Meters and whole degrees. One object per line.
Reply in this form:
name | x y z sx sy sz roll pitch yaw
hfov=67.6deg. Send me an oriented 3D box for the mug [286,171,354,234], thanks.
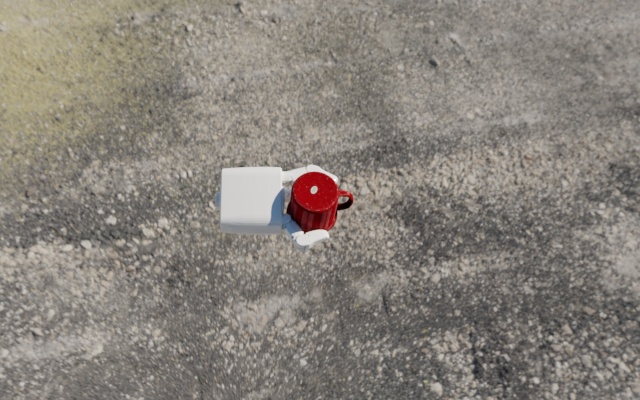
mug | 0.002 0.003 0.830 0.117 0.093 0.081 -2 -29 -7
